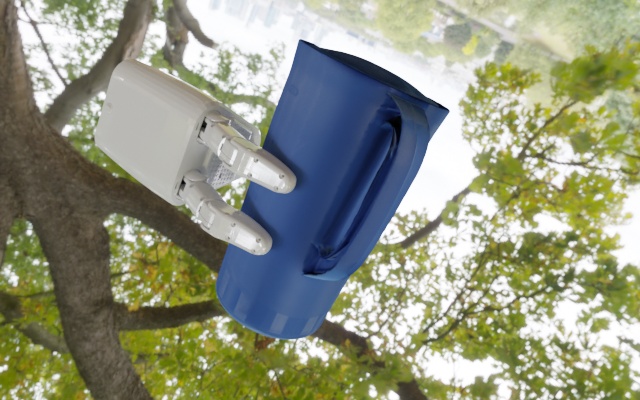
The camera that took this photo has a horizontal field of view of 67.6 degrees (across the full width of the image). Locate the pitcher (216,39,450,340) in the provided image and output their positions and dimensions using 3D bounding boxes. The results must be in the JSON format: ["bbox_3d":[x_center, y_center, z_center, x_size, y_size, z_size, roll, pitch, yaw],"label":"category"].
[{"bbox_3d":[0.000,0.001,0.408,0.145,0.243,0.149,31,19,18],"label":"pitcher"}]
